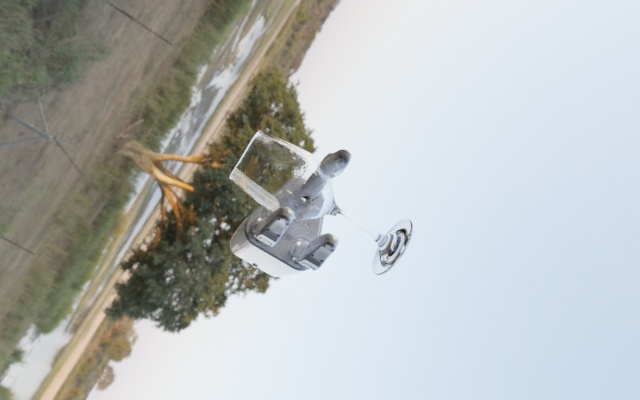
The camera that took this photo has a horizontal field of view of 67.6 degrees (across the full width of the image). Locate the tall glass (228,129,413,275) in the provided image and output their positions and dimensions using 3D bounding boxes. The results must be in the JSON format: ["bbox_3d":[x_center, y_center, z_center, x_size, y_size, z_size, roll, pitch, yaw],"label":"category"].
[{"bbox_3d":[0.001,0.002,0.529,0.201,0.079,0.079,32,-7,-12],"label":"tall glass"}]
